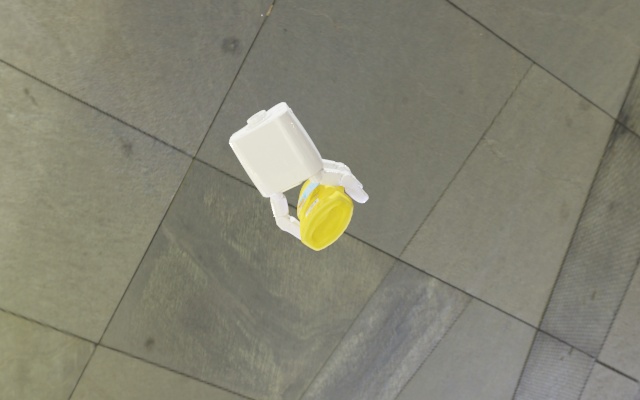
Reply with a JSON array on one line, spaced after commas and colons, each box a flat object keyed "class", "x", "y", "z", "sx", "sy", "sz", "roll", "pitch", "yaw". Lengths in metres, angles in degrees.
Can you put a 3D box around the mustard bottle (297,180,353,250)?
[{"class": "mustard bottle", "x": 0.000, "y": 0.003, "z": 0.801, "sx": 0.058, "sy": 0.096, "sz": 0.191, "roll": 32, "pitch": 14, "yaw": -17}]
